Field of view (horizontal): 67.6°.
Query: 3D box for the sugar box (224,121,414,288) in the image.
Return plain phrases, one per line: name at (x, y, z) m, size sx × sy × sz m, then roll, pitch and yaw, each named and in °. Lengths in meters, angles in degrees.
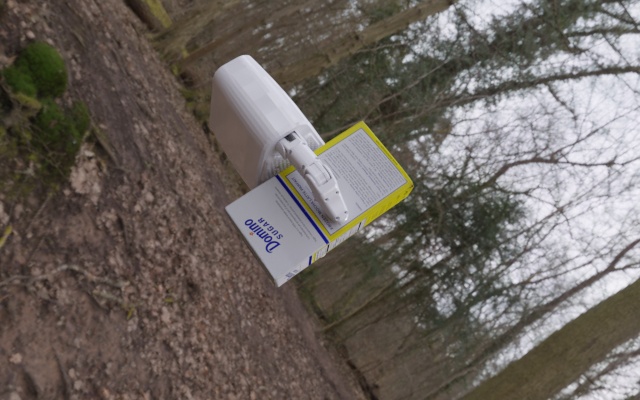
sugar box at (0.000, 0.002, 0.499) m, size 0.176 × 0.093 × 0.048 m, roll -34°, pitch -16°, yaw -12°
